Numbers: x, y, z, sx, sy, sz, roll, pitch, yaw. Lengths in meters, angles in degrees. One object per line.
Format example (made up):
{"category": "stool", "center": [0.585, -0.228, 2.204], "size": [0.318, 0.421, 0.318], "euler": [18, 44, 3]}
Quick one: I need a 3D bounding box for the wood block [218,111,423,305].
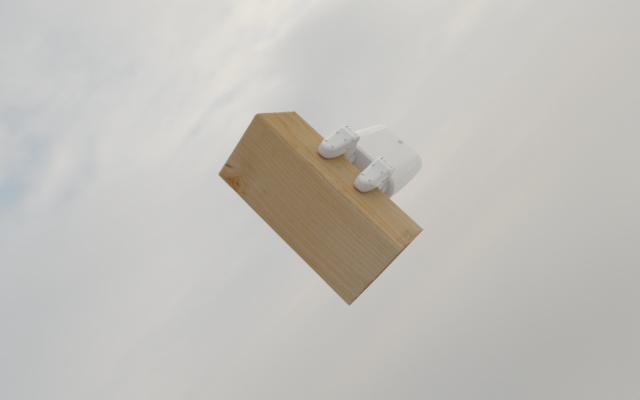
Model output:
{"category": "wood block", "center": [0.000, 0.002, 0.536], "size": [0.206, 0.091, 0.090], "euler": [44, 27, 12]}
